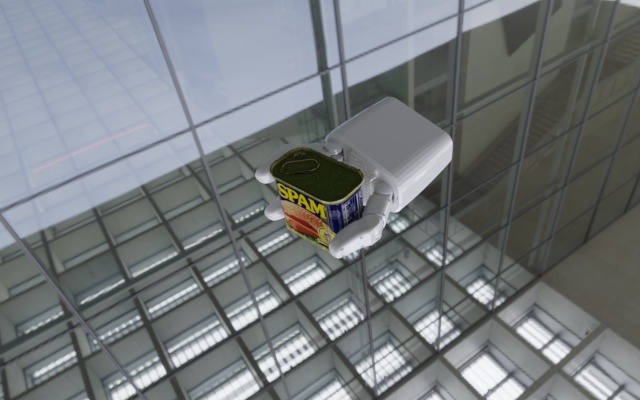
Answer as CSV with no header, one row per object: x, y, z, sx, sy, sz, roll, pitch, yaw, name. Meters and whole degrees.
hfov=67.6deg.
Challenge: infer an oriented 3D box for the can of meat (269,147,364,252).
0.000,0.002,0.515,0.102,0.084,0.057,27,53,34,can of meat
